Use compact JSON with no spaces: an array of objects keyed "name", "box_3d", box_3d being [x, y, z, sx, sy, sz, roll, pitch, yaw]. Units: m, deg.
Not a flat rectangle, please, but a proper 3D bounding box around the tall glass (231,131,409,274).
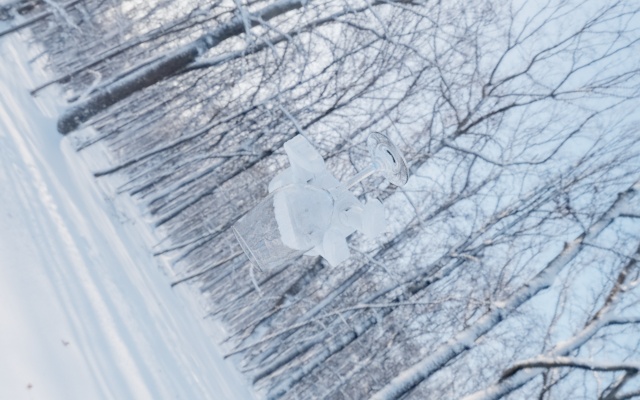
[{"name":"tall glass","box_3d":[0.001,0.001,0.542,0.201,0.079,0.079,-33,10,-17]}]
